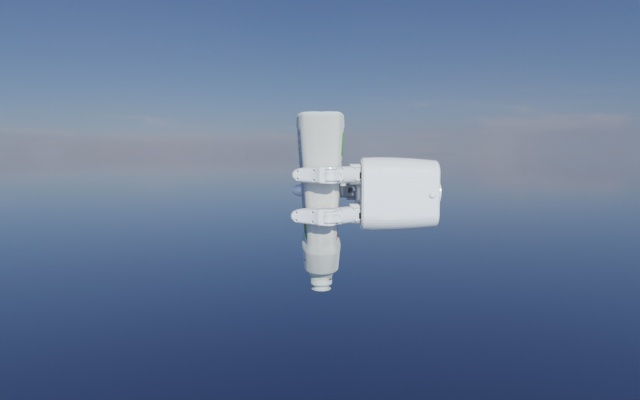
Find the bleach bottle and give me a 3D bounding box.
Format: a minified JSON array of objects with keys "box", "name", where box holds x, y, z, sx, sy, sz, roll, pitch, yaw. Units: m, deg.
[{"box":[0.000,0.002,0.688,0.068,0.251,0.102,0,6,-2],"name":"bleach bottle"}]
